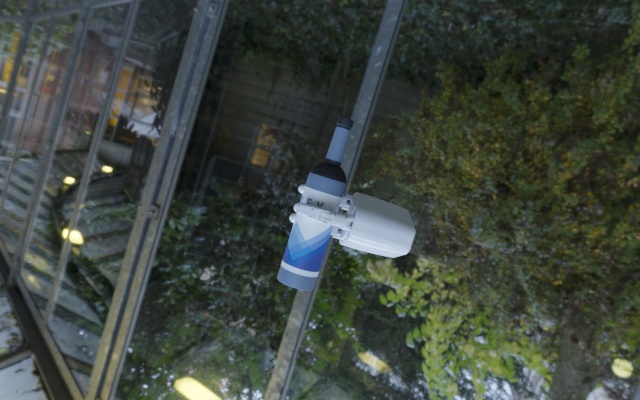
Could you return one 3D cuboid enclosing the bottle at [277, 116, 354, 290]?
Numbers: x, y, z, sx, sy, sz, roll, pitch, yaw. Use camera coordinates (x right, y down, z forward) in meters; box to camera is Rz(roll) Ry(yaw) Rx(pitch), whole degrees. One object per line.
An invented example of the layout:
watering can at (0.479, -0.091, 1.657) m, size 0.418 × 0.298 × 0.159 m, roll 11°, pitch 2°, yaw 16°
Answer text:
bottle at (0.000, 0.003, 0.814) m, size 0.069 × 0.296 × 0.069 m, roll 17°, pitch 4°, yaw -1°
